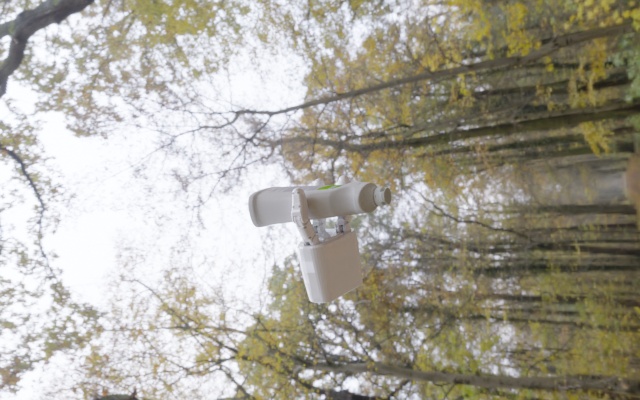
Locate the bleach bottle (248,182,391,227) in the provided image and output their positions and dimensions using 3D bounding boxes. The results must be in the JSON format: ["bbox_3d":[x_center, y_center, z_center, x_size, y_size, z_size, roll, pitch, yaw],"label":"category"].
[{"bbox_3d":[0.000,0.003,0.841,0.251,0.068,0.102,-4,12,32],"label":"bleach bottle"}]
